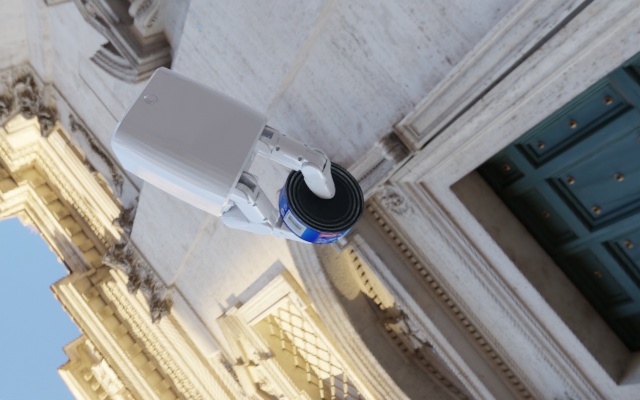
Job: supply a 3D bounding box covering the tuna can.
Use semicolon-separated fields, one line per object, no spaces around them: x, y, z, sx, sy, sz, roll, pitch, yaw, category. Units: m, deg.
0.000;0.002;0.498;0.086;0.086;0.034;0;-28;-22;tuna can
